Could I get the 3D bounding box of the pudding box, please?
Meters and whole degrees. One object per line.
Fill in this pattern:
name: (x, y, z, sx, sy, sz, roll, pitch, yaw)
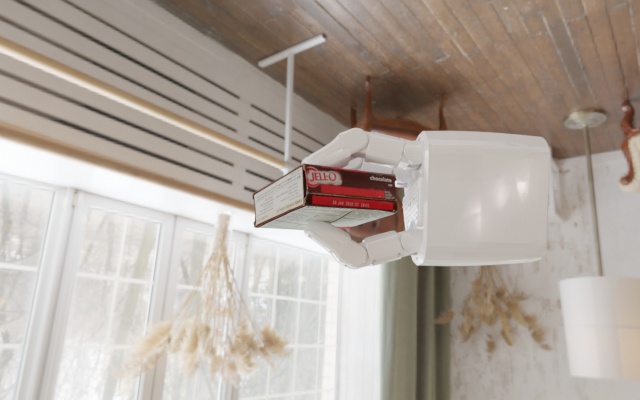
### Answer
pudding box: (0.000, 0.002, 0.427, 0.090, 0.039, 0.113, 6, -16, -28)
